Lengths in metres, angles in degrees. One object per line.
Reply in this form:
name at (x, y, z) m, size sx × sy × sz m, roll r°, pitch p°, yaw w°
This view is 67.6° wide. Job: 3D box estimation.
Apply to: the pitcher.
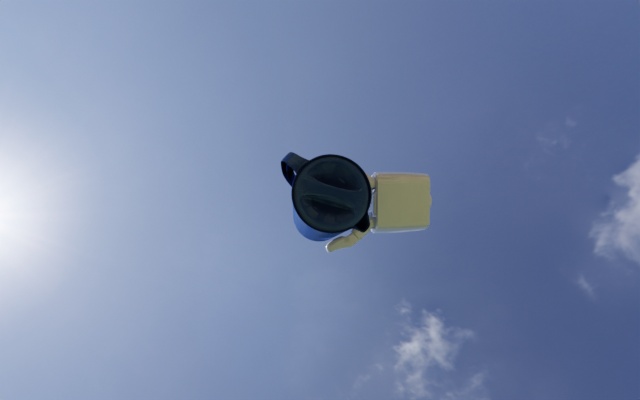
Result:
pitcher at (0.000, 0.003, 0.891) m, size 0.145 × 0.149 × 0.243 m, roll -3°, pitch -11°, yaw -7°
